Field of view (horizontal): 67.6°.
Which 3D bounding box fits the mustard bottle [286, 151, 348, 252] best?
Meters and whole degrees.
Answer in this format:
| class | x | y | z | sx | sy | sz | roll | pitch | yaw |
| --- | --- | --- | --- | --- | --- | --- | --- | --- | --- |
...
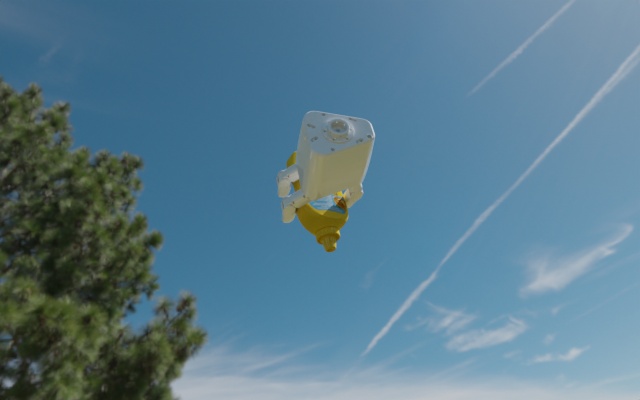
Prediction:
| class | x | y | z | sx | sy | sz | roll | pitch | yaw |
| --- | --- | --- | --- | --- | --- | --- | --- | --- | --- |
| mustard bottle | 0.000 | 0.003 | 0.836 | 0.096 | 0.191 | 0.058 | 11 | -40 | -31 |
